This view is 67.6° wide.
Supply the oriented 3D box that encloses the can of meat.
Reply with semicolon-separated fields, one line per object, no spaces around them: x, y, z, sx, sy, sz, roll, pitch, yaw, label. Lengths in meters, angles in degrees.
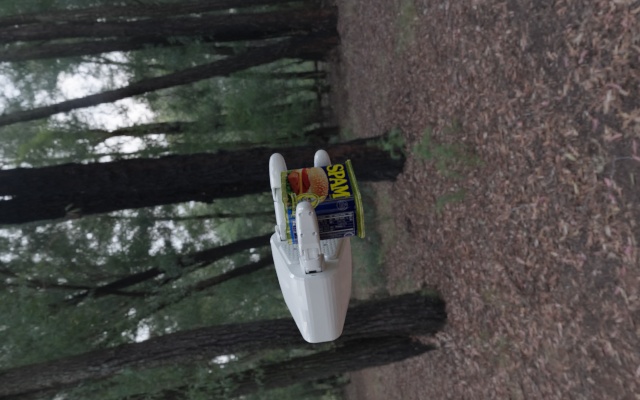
0.000;0.002;0.540;0.084;0.057;0.102;-8;35;-1;can of meat
